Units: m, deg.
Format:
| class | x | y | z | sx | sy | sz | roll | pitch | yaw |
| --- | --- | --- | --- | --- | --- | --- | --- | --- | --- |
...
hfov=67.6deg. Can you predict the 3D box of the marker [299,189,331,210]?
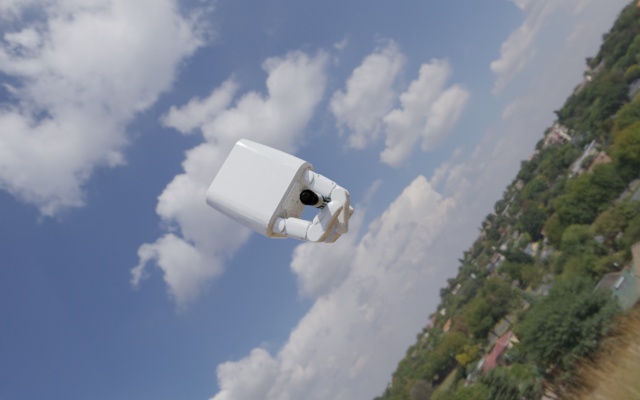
| class | x | y | z | sx | sy | sz | roll | pitch | yaw |
| --- | --- | --- | --- | --- | --- | --- | --- | --- | --- |
| marker | 0.000 | 0.002 | 0.601 | 0.020 | 0.020 | 0.121 | 0 | -6 | 17 |
